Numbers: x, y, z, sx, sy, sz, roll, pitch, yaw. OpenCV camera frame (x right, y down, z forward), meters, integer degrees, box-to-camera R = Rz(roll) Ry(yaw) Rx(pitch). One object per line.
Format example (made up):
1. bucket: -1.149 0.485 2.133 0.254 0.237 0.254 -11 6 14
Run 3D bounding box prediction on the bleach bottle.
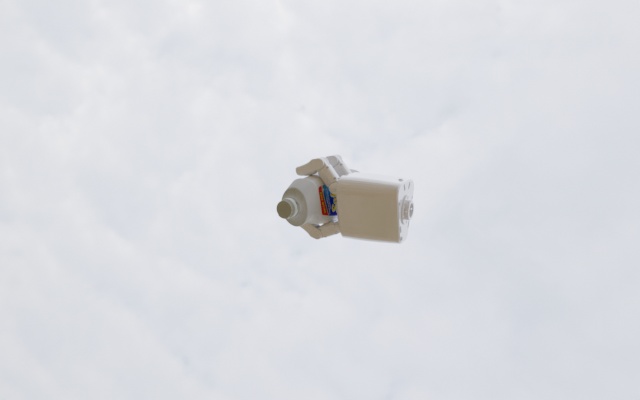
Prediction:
1. bleach bottle: 0.000 0.003 0.843 0.068 0.102 0.251 7 12 26
